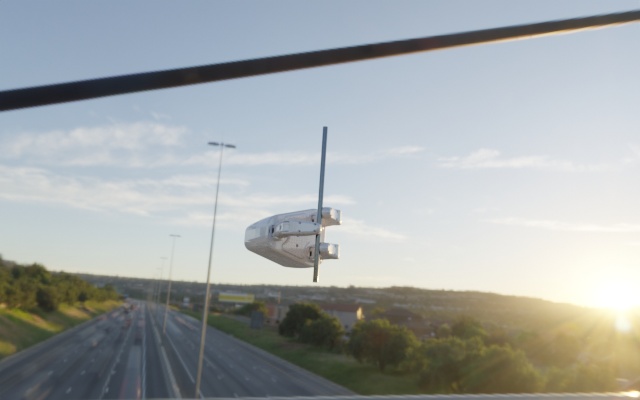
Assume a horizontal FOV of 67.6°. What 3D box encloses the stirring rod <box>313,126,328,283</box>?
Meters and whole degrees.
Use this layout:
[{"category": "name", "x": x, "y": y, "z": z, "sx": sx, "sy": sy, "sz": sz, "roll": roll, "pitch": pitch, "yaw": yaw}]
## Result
[{"category": "stirring rod", "x": 0.000, "y": 0.002, "z": 0.721, "sx": 0.011, "sy": 0.239, "sz": 0.011, "roll": 4, "pitch": -12, "yaw": 1}]
